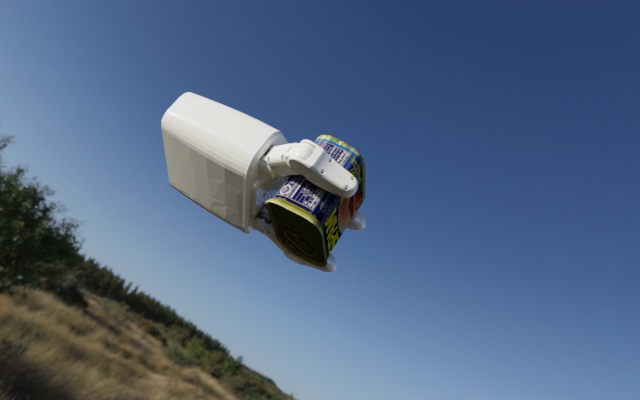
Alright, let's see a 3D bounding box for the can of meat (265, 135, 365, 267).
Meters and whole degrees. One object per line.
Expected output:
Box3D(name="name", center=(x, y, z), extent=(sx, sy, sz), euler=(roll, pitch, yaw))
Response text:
Box3D(name="can of meat", center=(0.000, 0.001, 0.447), extent=(0.057, 0.084, 0.102), euler=(26, -24, 18))
